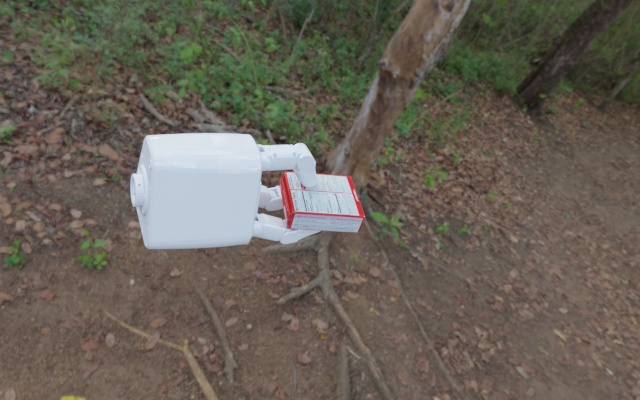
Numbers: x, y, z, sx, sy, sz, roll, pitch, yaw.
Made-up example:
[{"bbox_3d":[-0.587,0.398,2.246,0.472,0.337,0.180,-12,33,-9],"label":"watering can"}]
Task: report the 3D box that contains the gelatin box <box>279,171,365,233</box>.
[{"bbox_3d":[0.001,0.002,0.560,0.089,0.030,0.073,3,41,-17],"label":"gelatin box"}]
